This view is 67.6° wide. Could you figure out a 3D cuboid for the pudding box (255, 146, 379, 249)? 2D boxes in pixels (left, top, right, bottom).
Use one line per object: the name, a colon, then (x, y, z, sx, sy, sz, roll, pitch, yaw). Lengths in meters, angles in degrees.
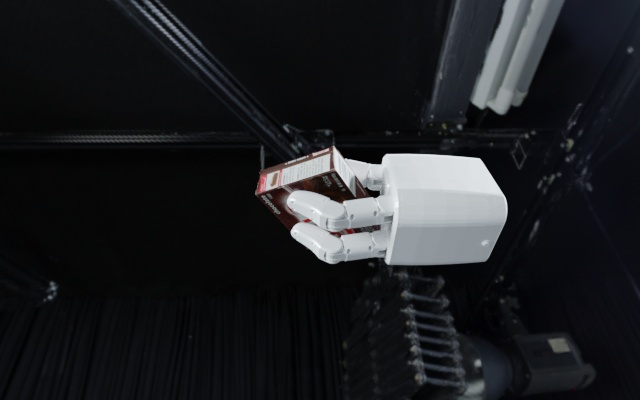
pudding box: (0.000, 0.002, 0.505, 0.090, 0.039, 0.114, -17, -45, 22)
